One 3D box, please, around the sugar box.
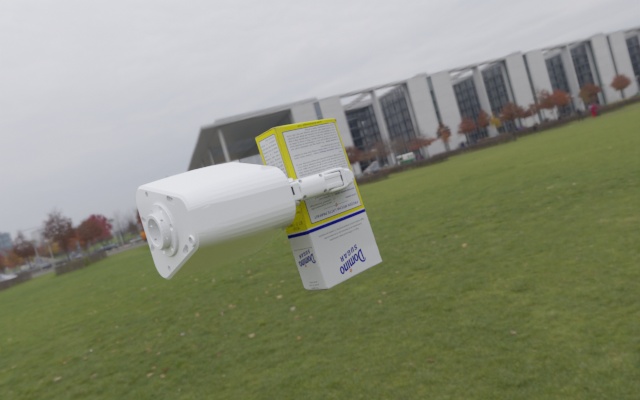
[{"bbox_3d":[0.000,0.002,0.529,0.093,0.176,0.048,-18,3,-41],"label":"sugar box"}]
